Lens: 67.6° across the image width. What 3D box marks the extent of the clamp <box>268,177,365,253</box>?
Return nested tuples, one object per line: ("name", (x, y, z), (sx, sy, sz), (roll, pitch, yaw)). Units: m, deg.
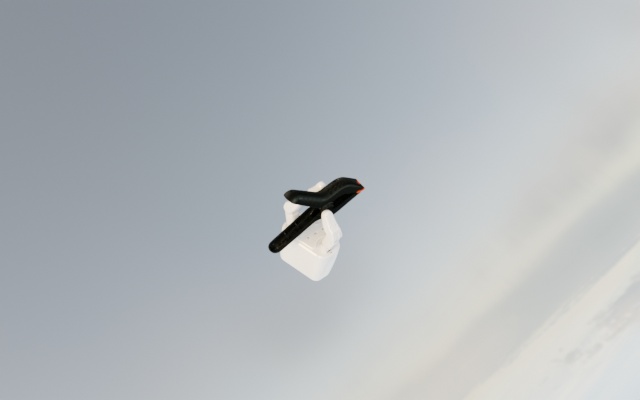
("clamp", (0.001, 0.003, 0.859), (0.210, 0.036, 0.165), (-30, -24, -28))
